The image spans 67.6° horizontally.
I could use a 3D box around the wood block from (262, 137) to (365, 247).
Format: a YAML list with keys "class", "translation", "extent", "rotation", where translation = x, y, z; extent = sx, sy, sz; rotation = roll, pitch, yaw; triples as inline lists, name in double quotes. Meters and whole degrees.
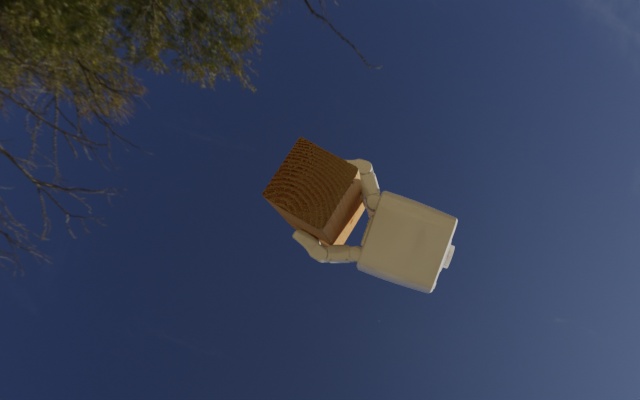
- class: "wood block"
  translation: [0.000, 0.003, 0.672]
  extent: [0.090, 0.091, 0.206]
  rotation: [30, -9, 13]
